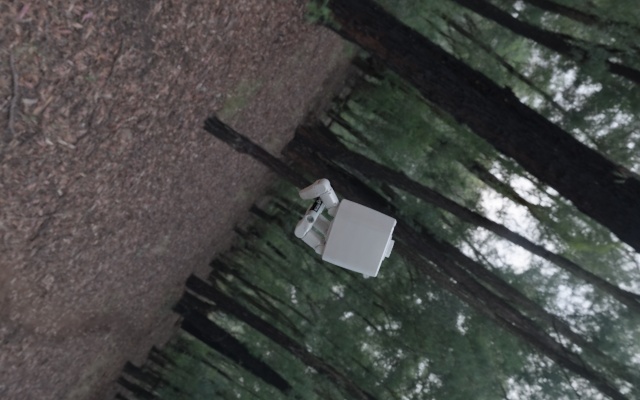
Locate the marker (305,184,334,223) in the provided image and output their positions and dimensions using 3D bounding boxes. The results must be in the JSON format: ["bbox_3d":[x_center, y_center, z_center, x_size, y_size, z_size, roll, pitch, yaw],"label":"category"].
[{"bbox_3d":[0.000,0.003,0.869,0.020,0.020,0.121,0,29,20],"label":"marker"}]
